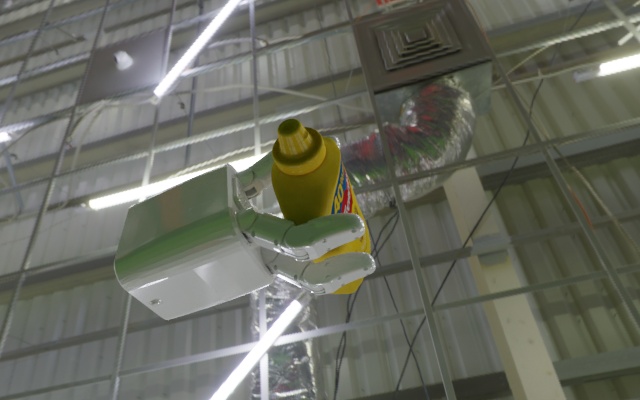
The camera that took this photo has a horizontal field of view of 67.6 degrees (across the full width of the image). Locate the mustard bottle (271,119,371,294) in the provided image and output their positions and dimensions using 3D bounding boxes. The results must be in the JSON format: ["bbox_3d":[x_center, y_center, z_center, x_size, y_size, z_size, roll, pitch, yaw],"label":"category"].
[{"bbox_3d":[0.000,0.001,0.422,0.058,0.096,0.192,-2,-36,17],"label":"mustard bottle"}]
